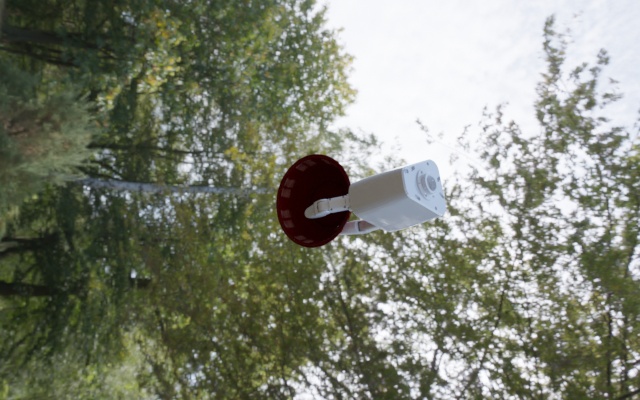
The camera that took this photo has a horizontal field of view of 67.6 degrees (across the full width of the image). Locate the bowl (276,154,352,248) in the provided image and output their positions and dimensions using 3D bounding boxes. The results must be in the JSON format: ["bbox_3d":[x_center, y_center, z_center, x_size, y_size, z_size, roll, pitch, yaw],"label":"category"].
[{"bbox_3d":[-0.001,0.003,0.837,0.162,0.162,0.055,0,-6,35],"label":"bowl"}]
